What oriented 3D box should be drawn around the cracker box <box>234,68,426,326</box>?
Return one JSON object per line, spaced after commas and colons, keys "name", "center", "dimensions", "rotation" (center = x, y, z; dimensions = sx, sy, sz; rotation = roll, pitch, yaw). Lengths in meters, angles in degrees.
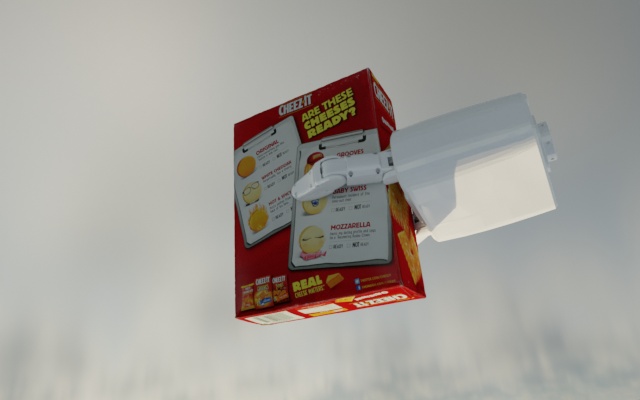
{"name": "cracker box", "center": [0.000, 0.002, 0.466], "dimensions": [0.164, 0.213, 0.072], "rotation": [-17, -27, 24]}
